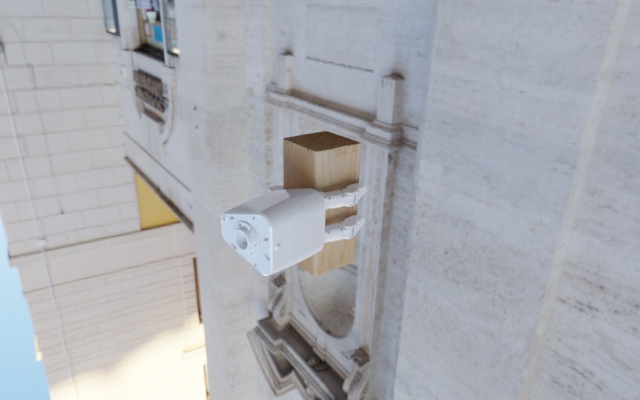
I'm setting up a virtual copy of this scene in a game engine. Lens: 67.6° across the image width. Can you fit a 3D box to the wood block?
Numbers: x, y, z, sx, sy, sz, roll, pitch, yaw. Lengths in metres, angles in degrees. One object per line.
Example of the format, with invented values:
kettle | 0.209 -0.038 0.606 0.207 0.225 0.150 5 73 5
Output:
wood block | 0.000 0.003 0.768 0.090 0.206 0.090 -16 29 -35
